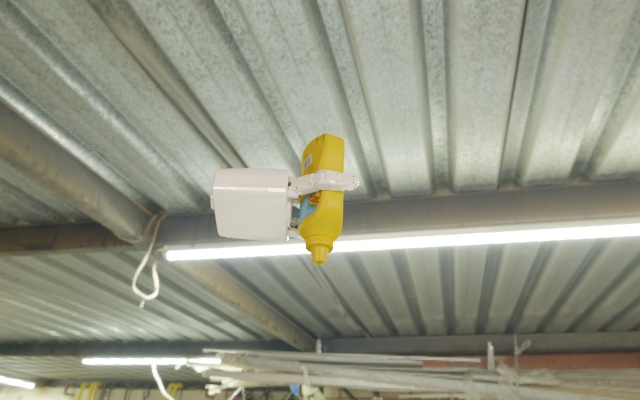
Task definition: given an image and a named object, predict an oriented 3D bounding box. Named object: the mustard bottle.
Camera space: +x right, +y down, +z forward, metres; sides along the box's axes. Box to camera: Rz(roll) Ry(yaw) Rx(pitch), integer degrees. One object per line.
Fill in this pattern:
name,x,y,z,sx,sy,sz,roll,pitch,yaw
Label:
mustard bottle,0.000,0.002,0.705,0.058,0.191,0.096,15,-32,-22
